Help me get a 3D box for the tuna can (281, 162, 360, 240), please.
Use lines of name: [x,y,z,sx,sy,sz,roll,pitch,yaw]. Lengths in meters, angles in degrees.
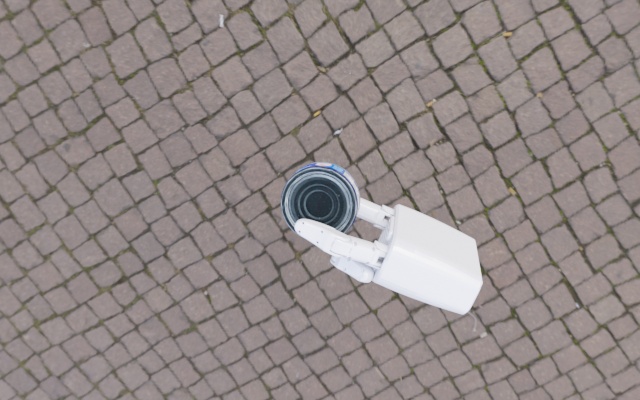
tuna can: [0.000,0.002,0.526,0.086,0.086,0.033,0,13,9]
